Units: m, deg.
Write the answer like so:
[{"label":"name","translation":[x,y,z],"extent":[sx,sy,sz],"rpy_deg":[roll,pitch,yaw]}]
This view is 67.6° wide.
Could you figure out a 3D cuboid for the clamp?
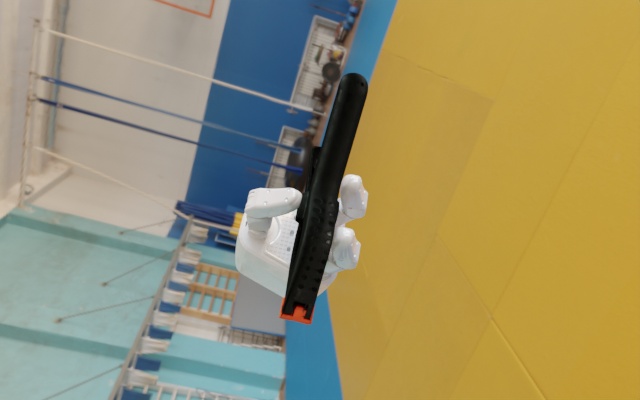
[{"label":"clamp","translation":[-0.001,0.002,0.431],"extent":[0.036,0.210,0.165],"rpy_deg":[14,-26,-6]}]
